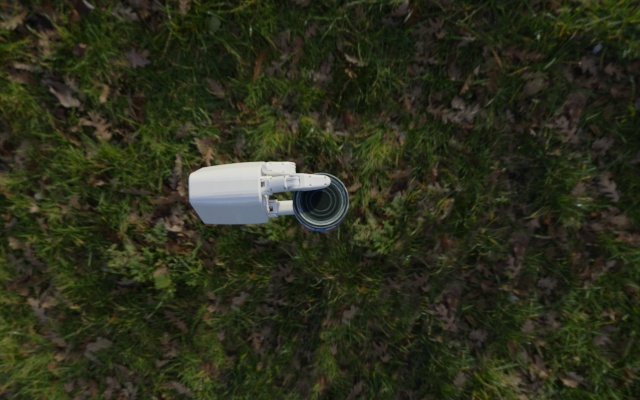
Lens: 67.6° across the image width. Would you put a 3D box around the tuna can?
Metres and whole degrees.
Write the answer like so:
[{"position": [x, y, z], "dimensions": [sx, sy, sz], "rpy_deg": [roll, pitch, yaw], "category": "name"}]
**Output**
[{"position": [0.000, 0.002, 0.717], "dimensions": [0.086, 0.086, 0.034], "rpy_deg": [0, -9, -2], "category": "tuna can"}]
